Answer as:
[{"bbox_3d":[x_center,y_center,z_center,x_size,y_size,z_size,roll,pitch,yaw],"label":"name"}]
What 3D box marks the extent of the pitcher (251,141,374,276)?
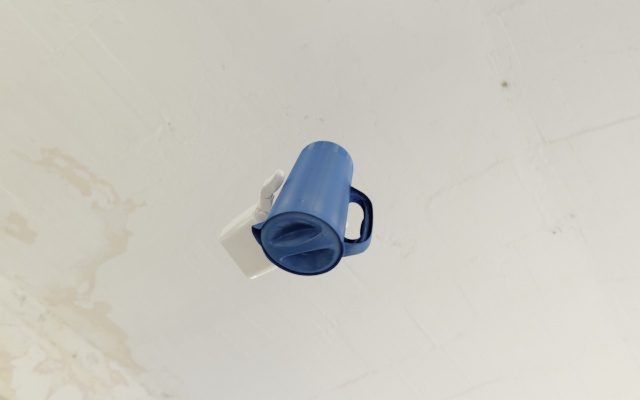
[{"bbox_3d":[0.000,0.003,0.817,0.145,0.149,0.242,-34,24,32],"label":"pitcher"}]
